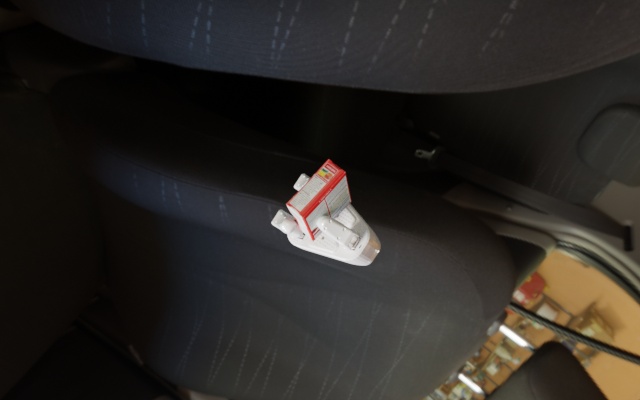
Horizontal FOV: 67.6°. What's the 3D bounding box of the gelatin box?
[{"bbox_3d":[0.000,0.002,0.572,0.030,0.073,0.089,39,-12,20],"label":"gelatin box"}]
